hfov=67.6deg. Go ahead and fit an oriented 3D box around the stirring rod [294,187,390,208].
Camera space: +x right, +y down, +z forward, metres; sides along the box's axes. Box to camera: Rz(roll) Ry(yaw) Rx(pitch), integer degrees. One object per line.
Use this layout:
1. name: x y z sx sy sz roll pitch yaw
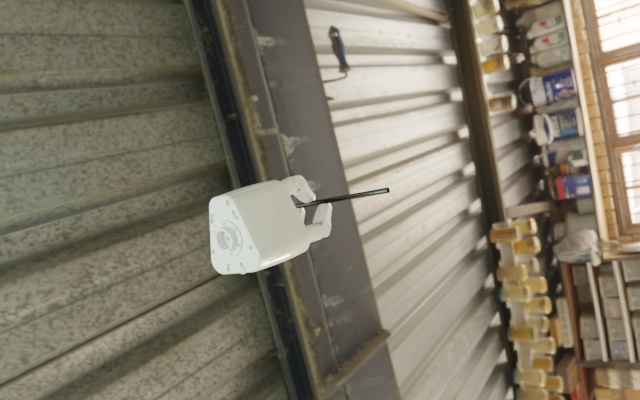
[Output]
1. stirring rod: 0.000 0.002 0.745 0.239 0.011 0.011 -10 -6 36
